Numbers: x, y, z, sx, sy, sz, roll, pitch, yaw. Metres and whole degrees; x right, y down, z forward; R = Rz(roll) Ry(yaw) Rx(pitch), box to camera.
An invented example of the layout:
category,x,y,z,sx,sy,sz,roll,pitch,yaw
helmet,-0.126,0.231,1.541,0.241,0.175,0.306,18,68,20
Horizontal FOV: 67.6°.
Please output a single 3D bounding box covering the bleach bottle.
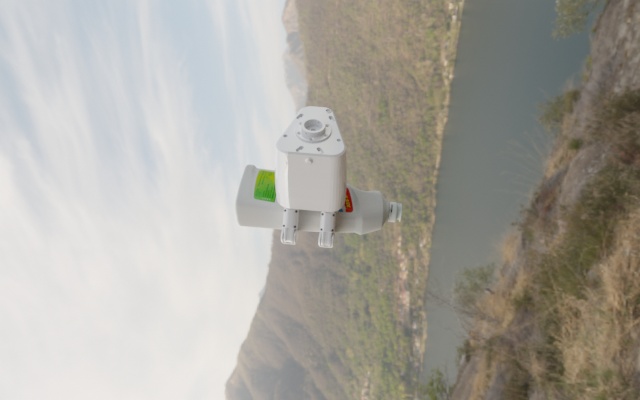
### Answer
category,x,y,z,sx,sy,sz,roll,pitch,yaw
bleach bottle,0.000,0.003,0.749,0.251,0.102,0.068,5,-43,3
